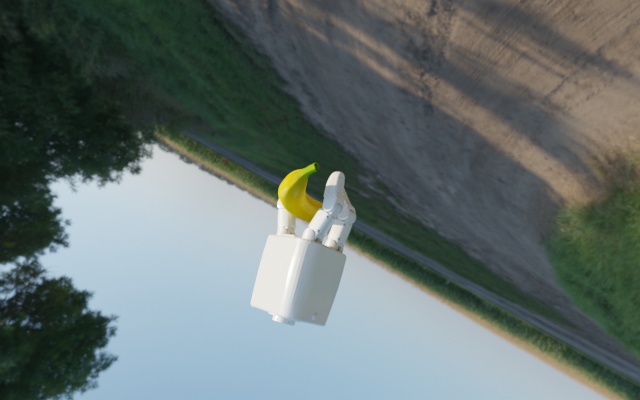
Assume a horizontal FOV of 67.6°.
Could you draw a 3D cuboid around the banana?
[{"bbox_3d":[-0.019,0.002,0.690,0.069,0.037,0.198,-3,-20,10],"label":"banana"}]
